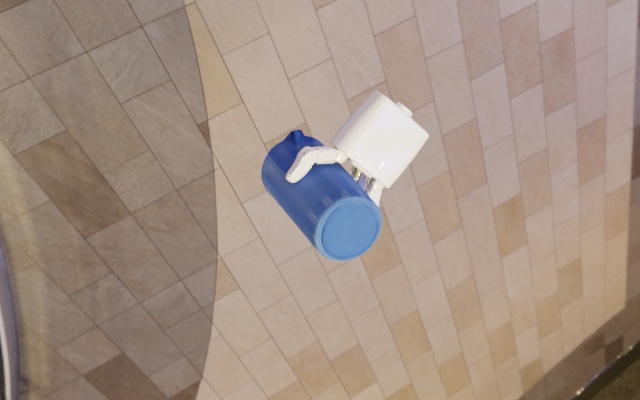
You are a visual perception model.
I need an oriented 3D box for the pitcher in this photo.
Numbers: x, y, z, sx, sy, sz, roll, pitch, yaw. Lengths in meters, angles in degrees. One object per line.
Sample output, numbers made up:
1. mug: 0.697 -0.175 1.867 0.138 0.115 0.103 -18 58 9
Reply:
1. pitcher: 0.000 0.002 0.780 0.149 0.145 0.242 35 9 -34
